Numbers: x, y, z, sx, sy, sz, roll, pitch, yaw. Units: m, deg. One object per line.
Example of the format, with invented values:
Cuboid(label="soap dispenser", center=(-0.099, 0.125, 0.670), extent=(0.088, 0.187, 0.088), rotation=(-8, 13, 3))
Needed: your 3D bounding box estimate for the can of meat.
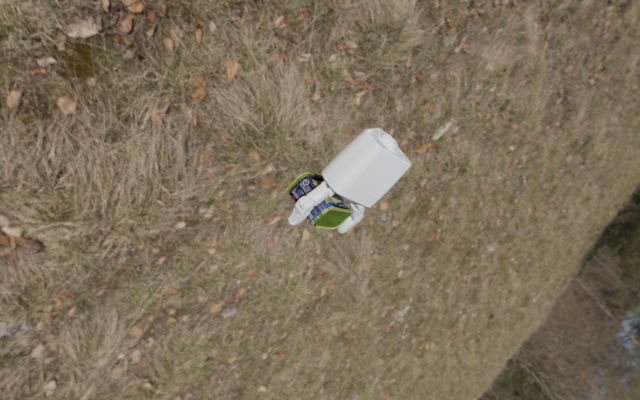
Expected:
Cuboid(label="can of meat", center=(0.000, 0.003, 0.851), extent=(0.057, 0.084, 0.102), rotation=(-44, -25, 19))
